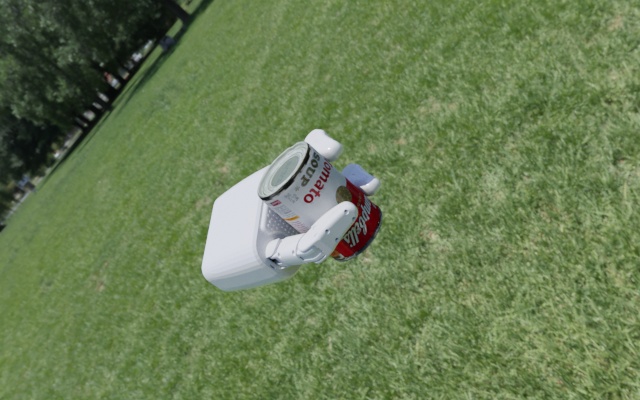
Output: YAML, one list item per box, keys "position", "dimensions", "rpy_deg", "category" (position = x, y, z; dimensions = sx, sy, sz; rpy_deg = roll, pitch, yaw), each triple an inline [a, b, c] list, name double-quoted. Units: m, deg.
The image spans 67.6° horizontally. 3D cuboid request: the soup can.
- position: [0.000, 0.001, 0.447]
  dimensions: [0.102, 0.068, 0.068]
  rpy_deg: [41, -20, -25]
  category: "soup can"
